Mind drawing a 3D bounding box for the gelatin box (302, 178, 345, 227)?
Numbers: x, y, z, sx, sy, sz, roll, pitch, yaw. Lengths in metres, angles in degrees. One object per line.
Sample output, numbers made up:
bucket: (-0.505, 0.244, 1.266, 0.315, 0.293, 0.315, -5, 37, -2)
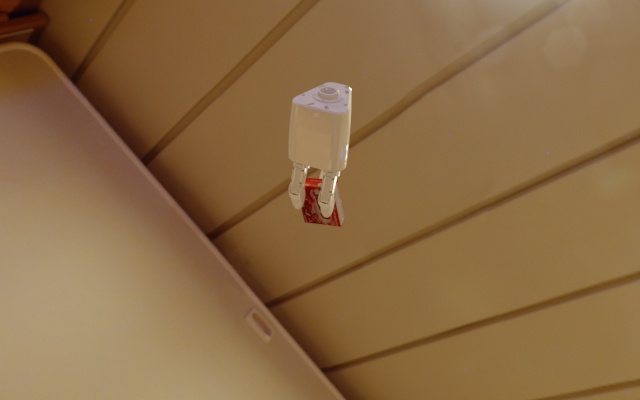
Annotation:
gelatin box: (0.000, 0.003, 0.856, 0.073, 0.089, 0.030, 6, 40, 24)
